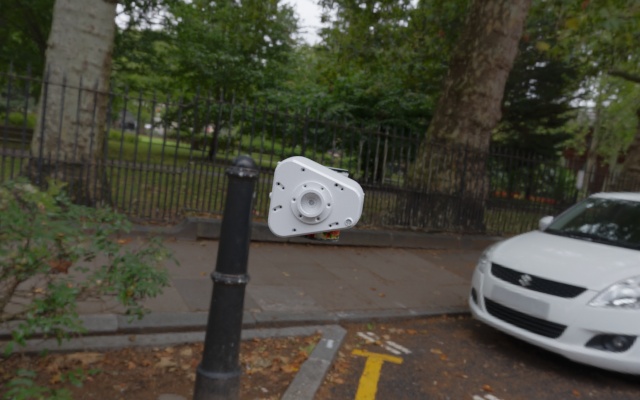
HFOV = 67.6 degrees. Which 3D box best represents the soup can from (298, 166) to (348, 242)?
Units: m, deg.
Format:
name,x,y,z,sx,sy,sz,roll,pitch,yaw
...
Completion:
name,x,y,z,sx,sy,sz,roll,pitch,yaw
soup can,0.000,0.002,0.686,0.068,0.102,0.068,8,5,-1
